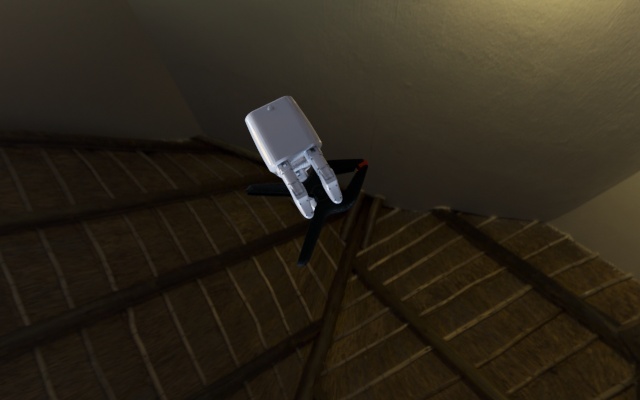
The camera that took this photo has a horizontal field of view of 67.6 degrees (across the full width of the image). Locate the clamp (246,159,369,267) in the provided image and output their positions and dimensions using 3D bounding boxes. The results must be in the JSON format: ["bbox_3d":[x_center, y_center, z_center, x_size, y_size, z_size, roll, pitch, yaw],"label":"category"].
[{"bbox_3d":[0.000,0.002,0.817,0.210,0.164,0.036,-28,-11,-9],"label":"clamp"}]
